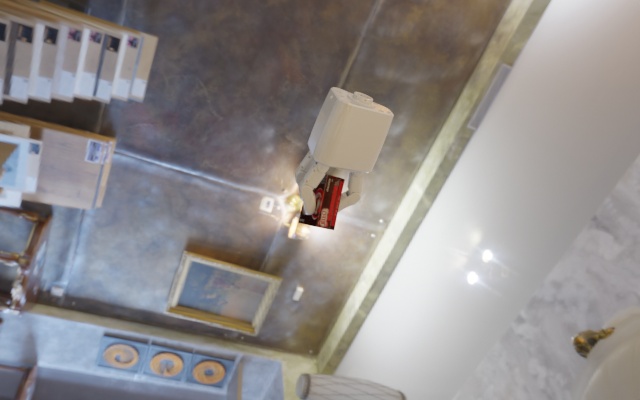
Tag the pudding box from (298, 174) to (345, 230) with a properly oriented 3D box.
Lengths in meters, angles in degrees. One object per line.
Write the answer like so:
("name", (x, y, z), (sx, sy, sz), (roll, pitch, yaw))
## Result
("pudding box", (0.000, 0.003, 0.840), (0.039, 0.090, 0.113), (14, -4, -16))
